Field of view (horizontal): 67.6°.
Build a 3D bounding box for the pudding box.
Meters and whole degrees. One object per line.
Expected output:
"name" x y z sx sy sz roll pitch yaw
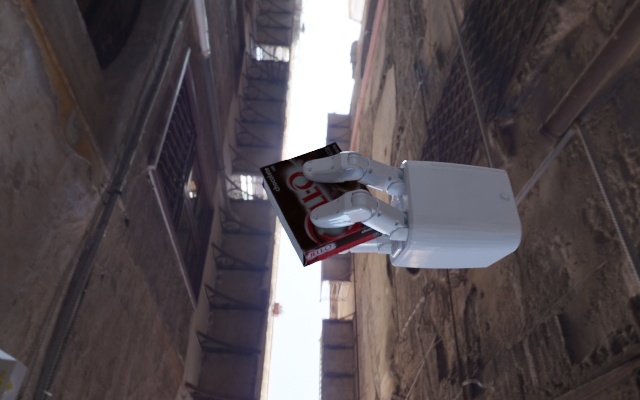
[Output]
"pudding box" 0.000 0.002 0.487 0.090 0.113 0.039 -20 -35 -17
